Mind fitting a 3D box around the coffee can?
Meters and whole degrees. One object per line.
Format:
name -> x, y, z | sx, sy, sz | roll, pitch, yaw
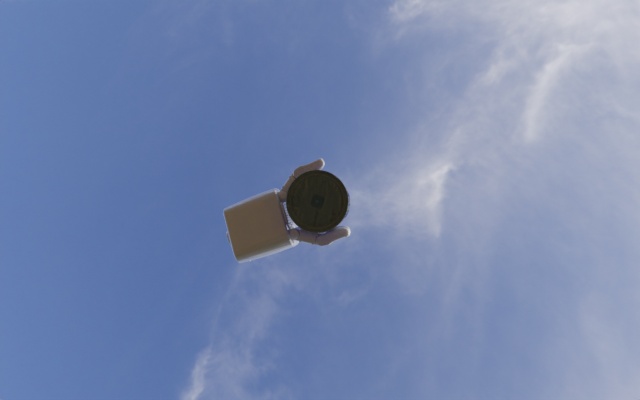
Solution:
coffee can -> 0.000, 0.003, 0.840 | 0.103, 0.103, 0.140 | 0, -1, 5
